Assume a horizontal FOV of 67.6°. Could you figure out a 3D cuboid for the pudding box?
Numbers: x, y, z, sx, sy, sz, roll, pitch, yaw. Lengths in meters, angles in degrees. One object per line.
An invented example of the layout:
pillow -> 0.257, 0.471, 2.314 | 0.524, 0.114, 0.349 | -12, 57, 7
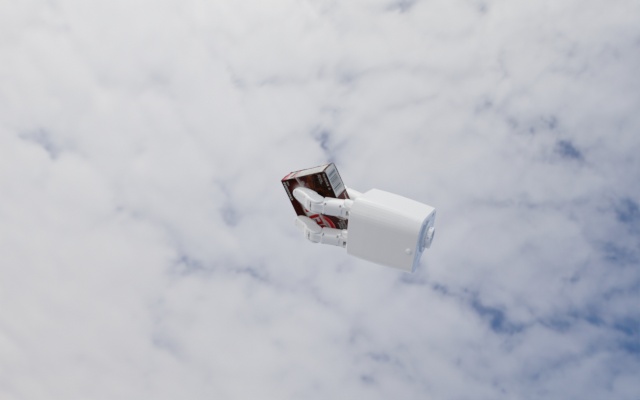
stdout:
pudding box -> 0.000, 0.002, 0.759 | 0.090, 0.113, 0.039 | -11, 20, 36
